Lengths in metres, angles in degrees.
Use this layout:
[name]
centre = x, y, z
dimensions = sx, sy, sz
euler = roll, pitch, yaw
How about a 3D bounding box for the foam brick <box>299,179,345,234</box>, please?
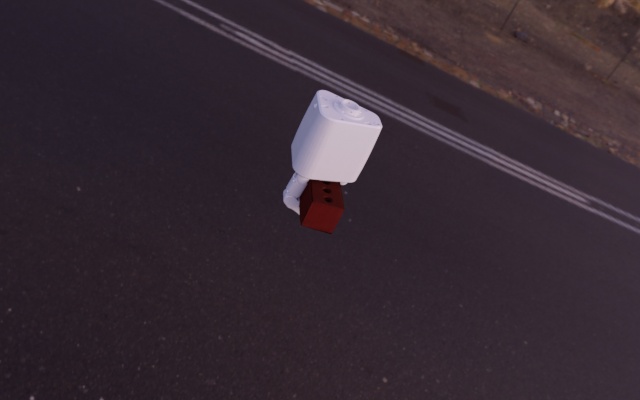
[foam brick]
centre = 0.000, 0.003, 0.735
dimensions = 0.053, 0.051, 0.078
euler = 16, 36, -18
